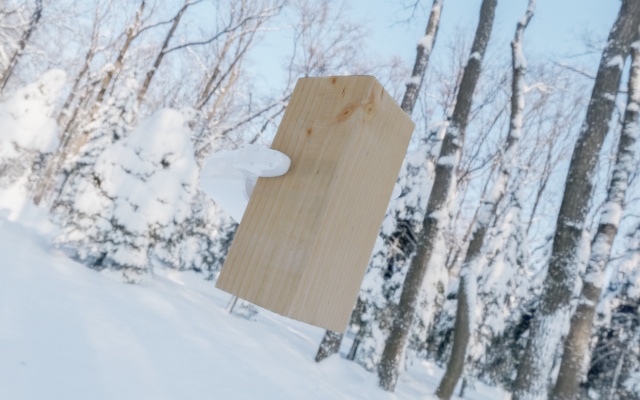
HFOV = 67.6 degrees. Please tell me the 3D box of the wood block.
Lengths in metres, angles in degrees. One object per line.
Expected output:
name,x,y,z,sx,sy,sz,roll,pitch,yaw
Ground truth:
wood block,0.000,0.001,0.431,0.090,0.206,0.091,11,-14,40
